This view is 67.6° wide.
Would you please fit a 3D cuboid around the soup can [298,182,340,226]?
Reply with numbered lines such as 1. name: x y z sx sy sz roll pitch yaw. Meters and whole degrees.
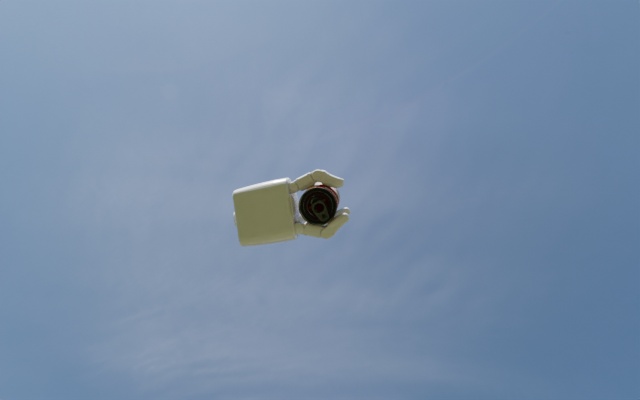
1. soup can: 0.001 0.003 0.878 0.068 0.068 0.102 0 9 6
